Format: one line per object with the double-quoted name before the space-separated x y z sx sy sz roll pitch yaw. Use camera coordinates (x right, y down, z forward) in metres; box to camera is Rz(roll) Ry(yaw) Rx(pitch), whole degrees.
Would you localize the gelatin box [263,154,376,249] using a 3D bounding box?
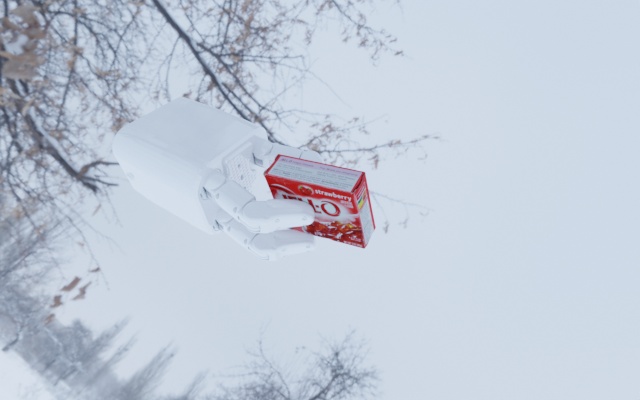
"gelatin box" 0.001 0.001 0.424 0.089 0.030 0.073 13 -38 26
